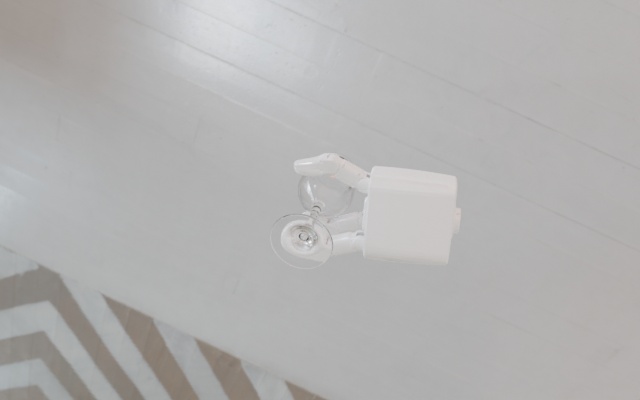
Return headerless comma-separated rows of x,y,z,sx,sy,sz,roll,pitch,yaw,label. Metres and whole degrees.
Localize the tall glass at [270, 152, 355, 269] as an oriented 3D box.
0.000,0.002,0.627,0.079,0.079,0.201,0,27,14,tall glass
